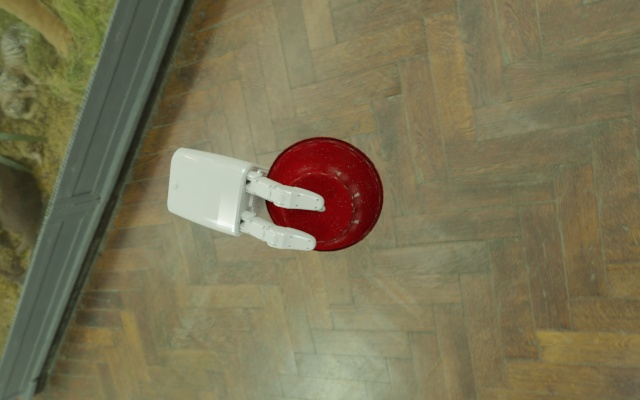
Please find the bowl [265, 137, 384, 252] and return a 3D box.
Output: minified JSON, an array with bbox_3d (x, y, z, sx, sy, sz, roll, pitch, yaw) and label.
[{"bbox_3d":[0.001,0.002,0.616,0.162,0.162,0.055,0,18,8],"label":"bowl"}]
